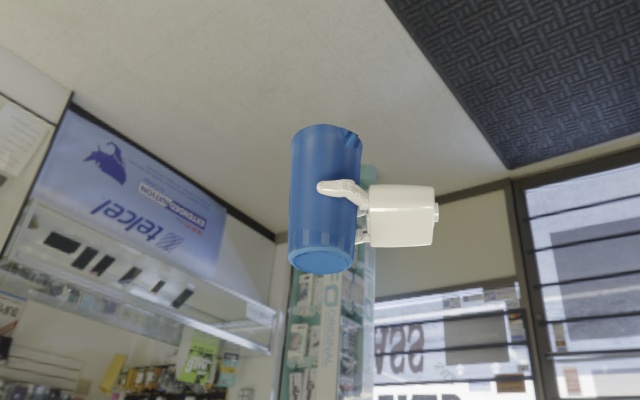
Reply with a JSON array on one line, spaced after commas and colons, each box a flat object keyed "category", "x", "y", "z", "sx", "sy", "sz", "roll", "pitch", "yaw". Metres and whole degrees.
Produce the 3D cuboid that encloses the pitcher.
[{"category": "pitcher", "x": 0.000, "y": 0.003, "z": 0.837, "sx": 0.145, "sy": 0.242, "sz": 0.149, "roll": -1, "pitch": -31, "yaw": 8}]
